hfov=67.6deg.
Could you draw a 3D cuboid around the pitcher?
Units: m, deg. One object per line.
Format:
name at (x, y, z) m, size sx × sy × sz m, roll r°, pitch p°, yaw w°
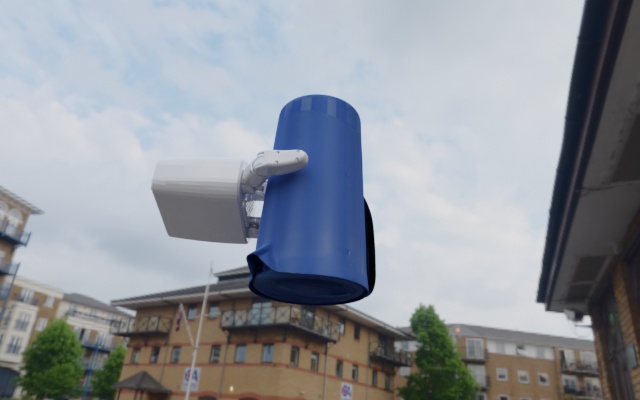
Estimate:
pitcher at (0.000, 0.002, 0.582) m, size 0.145 × 0.242 × 0.149 m, roll 2°, pitch -26°, yaw 3°
